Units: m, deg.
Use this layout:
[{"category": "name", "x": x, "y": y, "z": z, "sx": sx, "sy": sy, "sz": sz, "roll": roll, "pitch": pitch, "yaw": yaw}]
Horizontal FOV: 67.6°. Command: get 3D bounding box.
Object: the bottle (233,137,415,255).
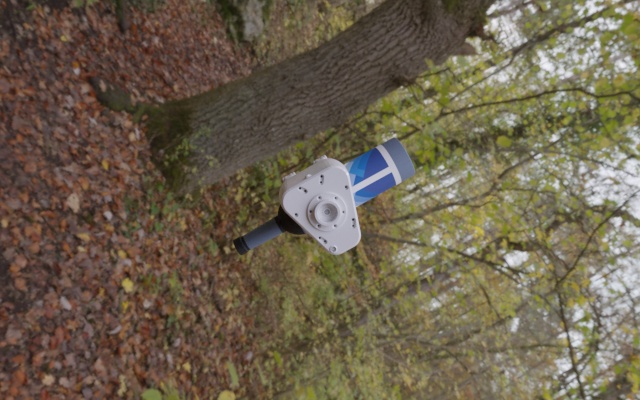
[{"category": "bottle", "x": 0.000, "y": 0.002, "z": 0.737, "sx": 0.296, "sy": 0.069, "sz": 0.069, "roll": -29, "pitch": 0, "yaw": 1}]
